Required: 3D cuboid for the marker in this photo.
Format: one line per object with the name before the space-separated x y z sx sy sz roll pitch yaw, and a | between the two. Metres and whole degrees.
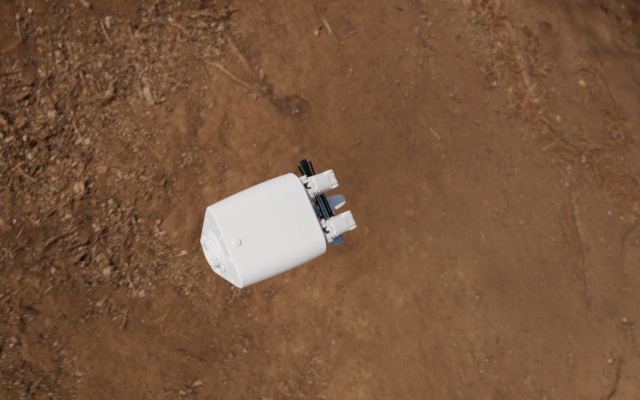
marker | 0.000 0.002 0.630 0.020 0.121 0.020 -23 -2 -1
